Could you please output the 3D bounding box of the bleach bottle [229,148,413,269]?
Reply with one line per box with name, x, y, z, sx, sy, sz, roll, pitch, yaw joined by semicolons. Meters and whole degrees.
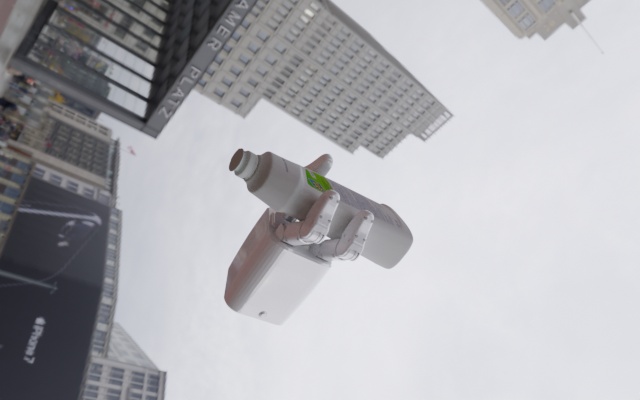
bleach bottle;0.000;0.002;0.585;0.251;0.068;0.102;28;15;-32
